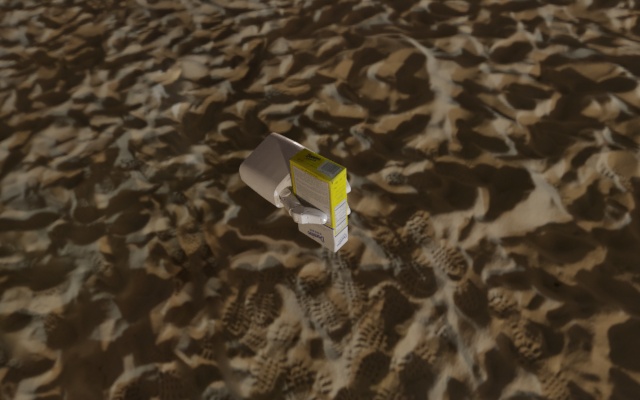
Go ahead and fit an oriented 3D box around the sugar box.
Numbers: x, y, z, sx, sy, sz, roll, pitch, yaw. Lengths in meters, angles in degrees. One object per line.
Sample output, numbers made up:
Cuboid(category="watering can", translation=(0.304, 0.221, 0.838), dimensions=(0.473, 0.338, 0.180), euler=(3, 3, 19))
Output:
Cuboid(category="sugar box", translation=(0.000, 0.002, 0.833), dimensions=(0.093, 0.176, 0.048), euler=(30, 56, 29))
